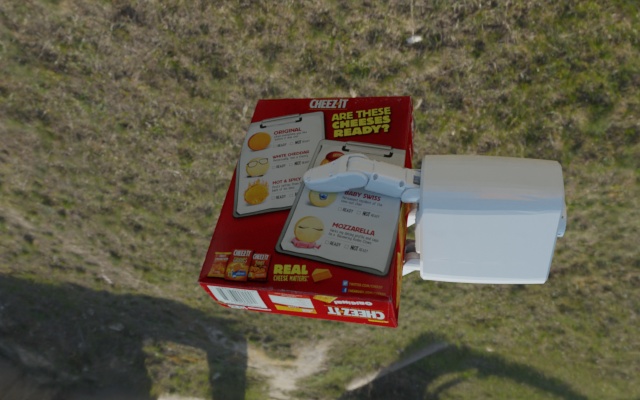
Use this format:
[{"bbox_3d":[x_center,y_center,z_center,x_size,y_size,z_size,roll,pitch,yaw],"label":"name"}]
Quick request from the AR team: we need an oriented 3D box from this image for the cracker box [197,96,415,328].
[{"bbox_3d":[0.000,0.002,0.453,0.164,0.213,0.072,2,-33,15],"label":"cracker box"}]
